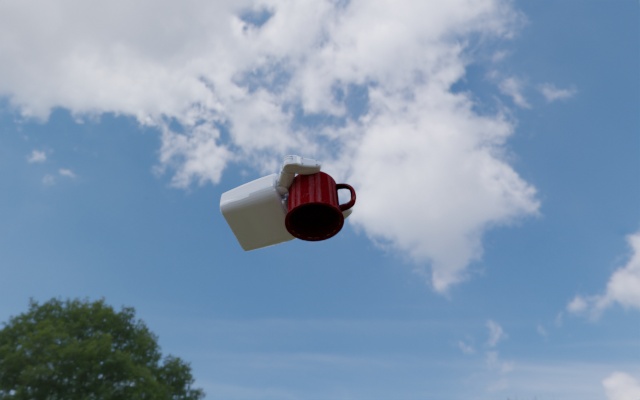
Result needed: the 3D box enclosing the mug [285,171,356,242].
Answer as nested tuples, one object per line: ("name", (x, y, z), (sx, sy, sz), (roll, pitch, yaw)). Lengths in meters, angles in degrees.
("mug", (0.001, 0.002, 0.765), (0.117, 0.081, 0.093), (-17, -46, 14))
